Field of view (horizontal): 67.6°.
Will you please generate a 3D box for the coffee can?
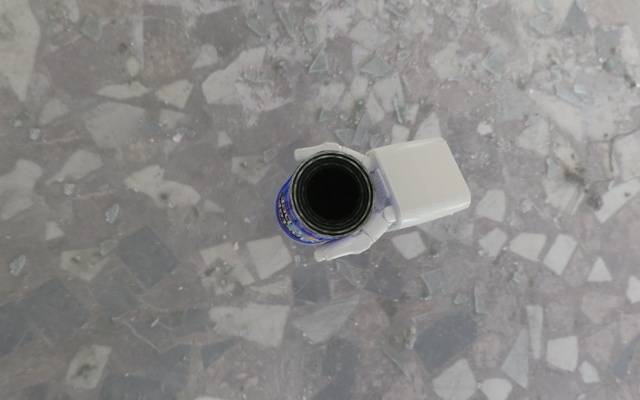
[{"bbox_3d":[0.000,0.002,0.612,0.103,0.103,0.140,0,-8,-12],"label":"coffee can"}]
